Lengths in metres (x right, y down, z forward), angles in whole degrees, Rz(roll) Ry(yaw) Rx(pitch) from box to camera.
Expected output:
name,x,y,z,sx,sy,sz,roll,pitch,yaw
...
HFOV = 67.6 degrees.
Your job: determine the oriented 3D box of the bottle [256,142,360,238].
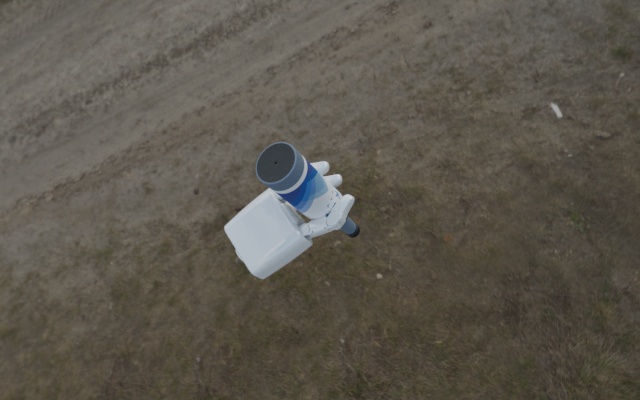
name,x,y,z,sx,sy,sz,roll,pitch,yaw
bottle,0.000,0.002,0.788,0.069,0.069,0.296,0,-22,28
